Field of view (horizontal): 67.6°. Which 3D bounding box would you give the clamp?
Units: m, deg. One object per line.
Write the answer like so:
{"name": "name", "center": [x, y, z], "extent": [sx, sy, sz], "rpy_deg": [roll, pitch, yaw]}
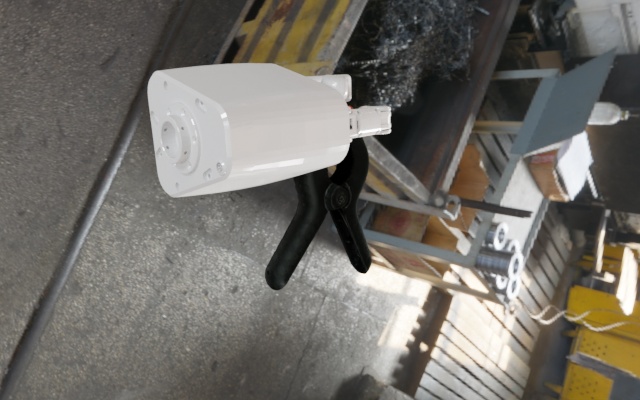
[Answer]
{"name": "clamp", "center": [0.001, 0.001, 0.433], "extent": [0.120, 0.171, 0.039], "rpy_deg": [-16, 19, -42]}
